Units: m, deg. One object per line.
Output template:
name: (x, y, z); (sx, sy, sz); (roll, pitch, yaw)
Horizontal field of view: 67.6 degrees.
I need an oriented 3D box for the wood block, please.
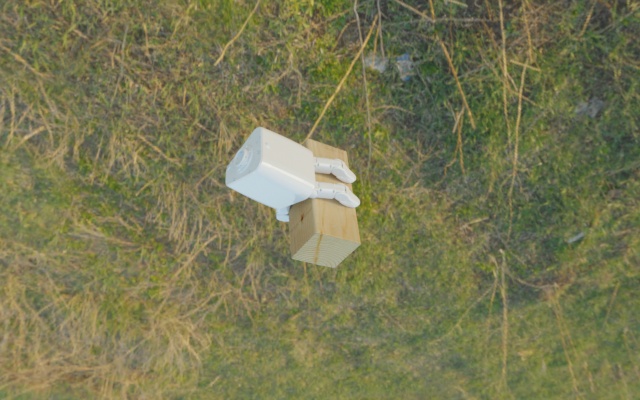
wood block: (0.000, 0.003, 0.857); (0.090, 0.206, 0.091); (16, -41, -26)
